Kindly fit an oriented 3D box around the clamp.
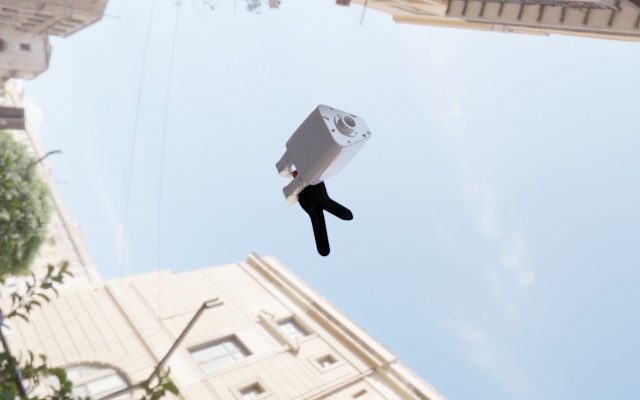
[{"bbox_3d":[0.000,0.003,0.860,0.039,0.171,0.120,-7,-28,-41],"label":"clamp"}]
